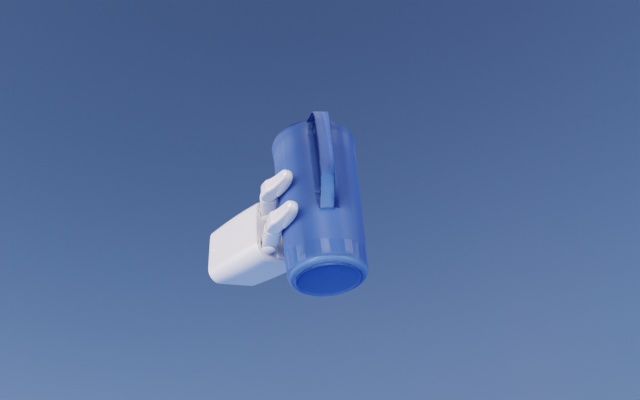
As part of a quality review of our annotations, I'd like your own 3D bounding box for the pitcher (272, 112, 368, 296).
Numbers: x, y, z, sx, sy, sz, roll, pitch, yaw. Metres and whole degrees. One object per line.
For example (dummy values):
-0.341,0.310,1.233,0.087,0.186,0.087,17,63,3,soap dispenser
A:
0.000,0.002,0.686,0.145,0.242,0.149,-29,-42,27,pitcher
